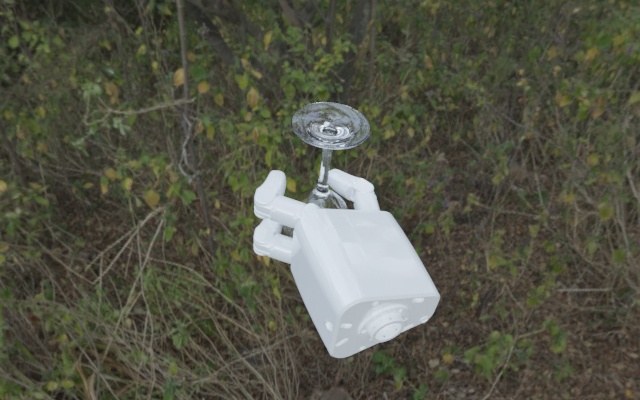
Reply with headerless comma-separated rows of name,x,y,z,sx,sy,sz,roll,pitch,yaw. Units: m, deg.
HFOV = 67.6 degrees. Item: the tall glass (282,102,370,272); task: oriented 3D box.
tall glass,0.000,0.001,0.509,0.079,0.201,0.079,4,43,-4
